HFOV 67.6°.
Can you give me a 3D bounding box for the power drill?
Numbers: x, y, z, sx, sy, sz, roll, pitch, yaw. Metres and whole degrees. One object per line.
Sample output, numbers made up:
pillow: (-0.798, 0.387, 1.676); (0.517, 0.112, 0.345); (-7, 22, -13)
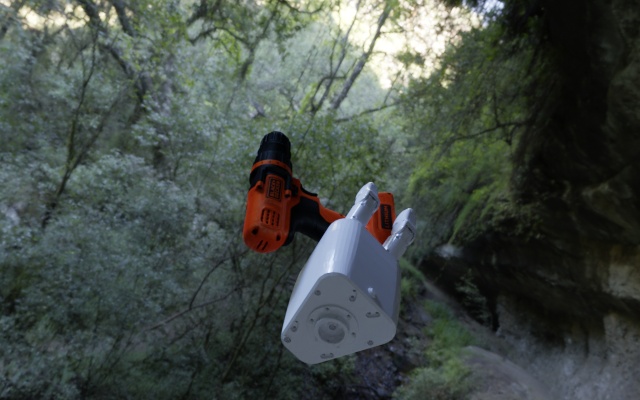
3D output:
power drill: (0.001, 0.002, 0.598); (0.187, 0.184, 0.057); (17, -42, -15)
